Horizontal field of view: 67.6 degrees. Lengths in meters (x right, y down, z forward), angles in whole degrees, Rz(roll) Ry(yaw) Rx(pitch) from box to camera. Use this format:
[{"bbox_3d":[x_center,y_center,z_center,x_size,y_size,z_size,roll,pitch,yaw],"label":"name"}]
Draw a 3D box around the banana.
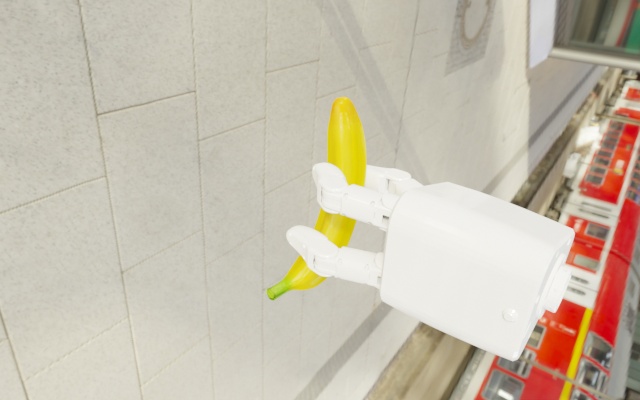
[{"bbox_3d":[0.010,0.006,0.448,0.037,0.198,0.069,25,11,34],"label":"banana"}]
